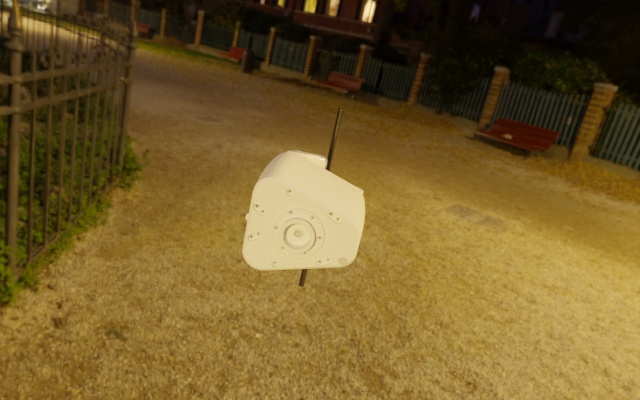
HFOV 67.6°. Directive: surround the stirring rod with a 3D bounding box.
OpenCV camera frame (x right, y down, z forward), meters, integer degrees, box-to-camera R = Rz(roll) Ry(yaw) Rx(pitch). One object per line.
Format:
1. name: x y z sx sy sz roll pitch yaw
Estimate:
1. stirring rod: 0.000 0.002 0.608 0.011 0.239 0.011 12 17 -4
